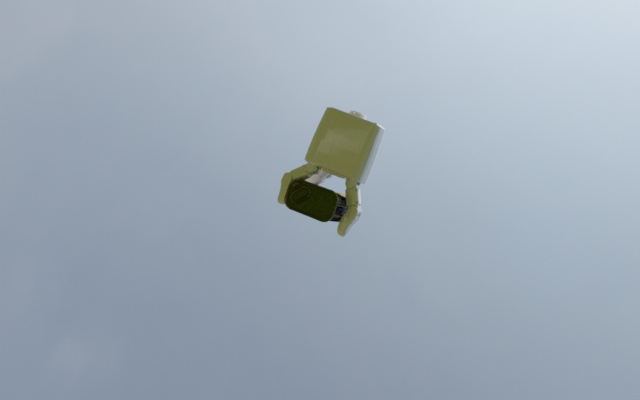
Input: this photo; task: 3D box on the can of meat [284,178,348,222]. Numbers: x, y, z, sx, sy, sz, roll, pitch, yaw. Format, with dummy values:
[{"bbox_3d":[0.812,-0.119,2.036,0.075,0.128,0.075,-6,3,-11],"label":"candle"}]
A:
[{"bbox_3d":[0.000,0.003,0.862,0.102,0.057,0.084,20,4,26],"label":"can of meat"}]
